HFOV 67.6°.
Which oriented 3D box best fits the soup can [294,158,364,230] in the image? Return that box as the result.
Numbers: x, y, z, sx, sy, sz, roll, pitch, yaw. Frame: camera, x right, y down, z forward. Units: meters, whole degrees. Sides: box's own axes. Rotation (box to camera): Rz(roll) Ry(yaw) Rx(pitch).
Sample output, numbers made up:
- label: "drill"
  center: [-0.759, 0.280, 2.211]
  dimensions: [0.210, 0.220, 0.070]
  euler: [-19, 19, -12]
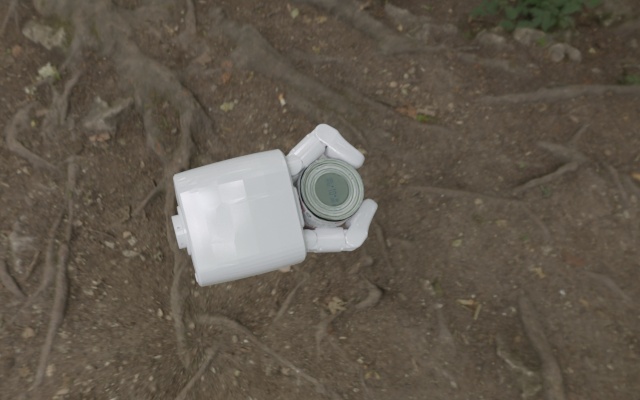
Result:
- label: "soup can"
  center: [0.001, 0.002, 0.514]
  dimensions: [0.068, 0.068, 0.102]
  euler: [0, -16, -14]
